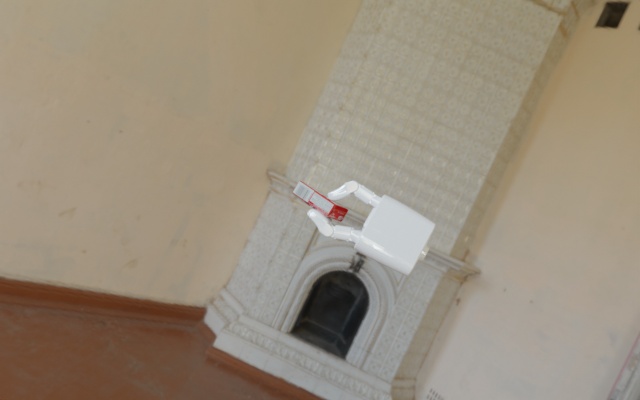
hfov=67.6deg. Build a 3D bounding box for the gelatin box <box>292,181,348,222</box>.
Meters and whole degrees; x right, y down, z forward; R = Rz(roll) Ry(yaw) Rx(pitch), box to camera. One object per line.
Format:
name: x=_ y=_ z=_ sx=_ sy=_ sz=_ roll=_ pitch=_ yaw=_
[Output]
gelatin box: x=0.000 y=0.002 z=0.889 sx=0.089 sy=0.030 sz=0.073 roll=34 pitch=4 yaw=22
